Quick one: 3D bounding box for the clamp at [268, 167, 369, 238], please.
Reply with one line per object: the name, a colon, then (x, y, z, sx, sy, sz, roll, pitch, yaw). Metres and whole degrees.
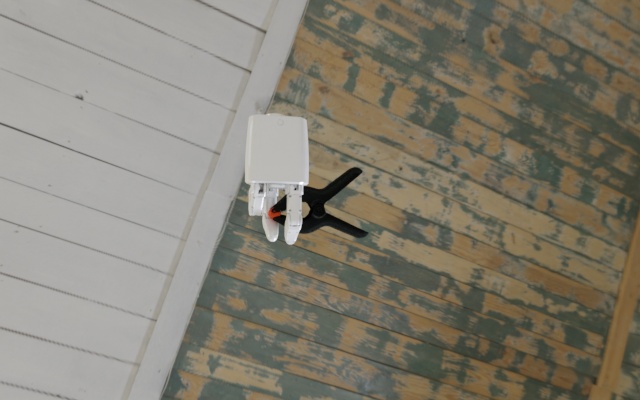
clamp: (0.000, 0.003, 0.795, 0.171, 0.120, 0.039, 1, -2, -15)
